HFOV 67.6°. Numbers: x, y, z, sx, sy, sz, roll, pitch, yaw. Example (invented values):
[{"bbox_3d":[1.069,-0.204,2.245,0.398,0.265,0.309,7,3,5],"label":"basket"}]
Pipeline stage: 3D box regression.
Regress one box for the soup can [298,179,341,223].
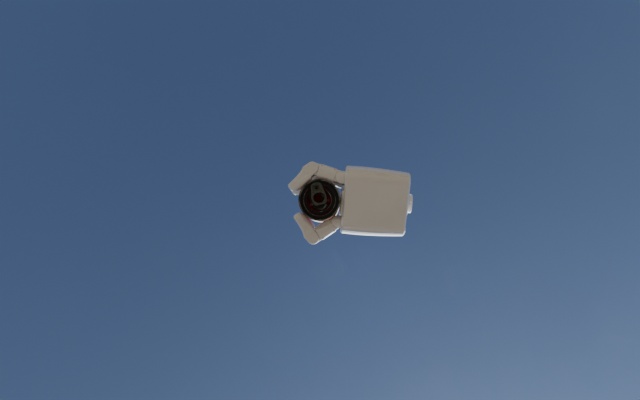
[{"bbox_3d":[0.000,0.003,0.812,0.068,0.068,0.102,0,-5,2],"label":"soup can"}]
